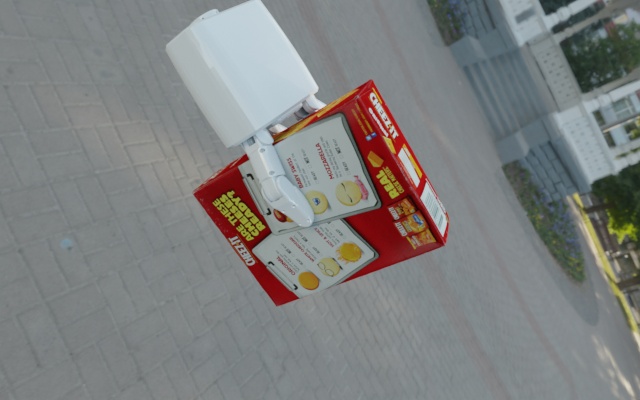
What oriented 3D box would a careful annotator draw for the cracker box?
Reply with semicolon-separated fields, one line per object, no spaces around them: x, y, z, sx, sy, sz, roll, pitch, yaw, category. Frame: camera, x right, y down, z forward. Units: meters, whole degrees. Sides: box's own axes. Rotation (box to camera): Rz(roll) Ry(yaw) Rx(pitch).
0.000;0.002;0.497;0.214;0.164;0.072;-26;16;29;cracker box
